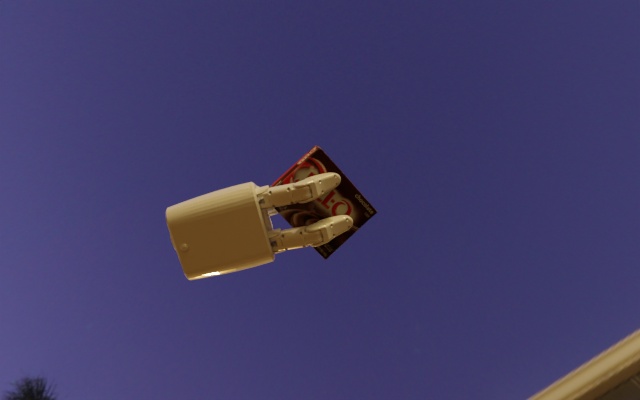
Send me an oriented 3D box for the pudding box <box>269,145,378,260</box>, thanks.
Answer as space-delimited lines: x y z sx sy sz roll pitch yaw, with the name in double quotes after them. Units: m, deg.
0.000 0.002 0.592 0.090 0.113 0.039 -43 17 3 "pudding box"
